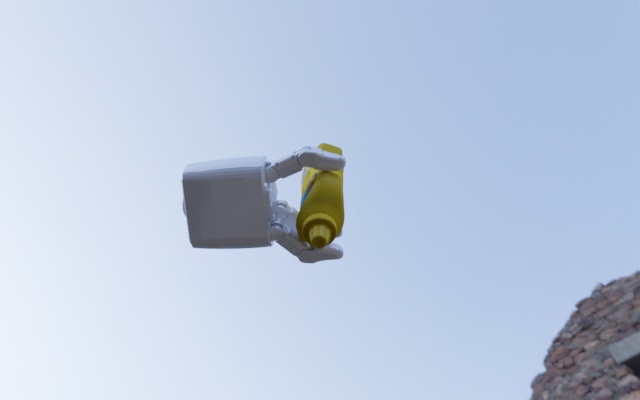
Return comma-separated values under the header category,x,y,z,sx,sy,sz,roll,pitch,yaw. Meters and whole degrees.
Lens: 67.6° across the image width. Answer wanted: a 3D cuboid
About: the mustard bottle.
category,x,y,z,sx,sy,sz,roll,pitch,yaw
mustard bottle,0.000,0.002,0.625,0.058,0.096,0.191,18,27,-7
